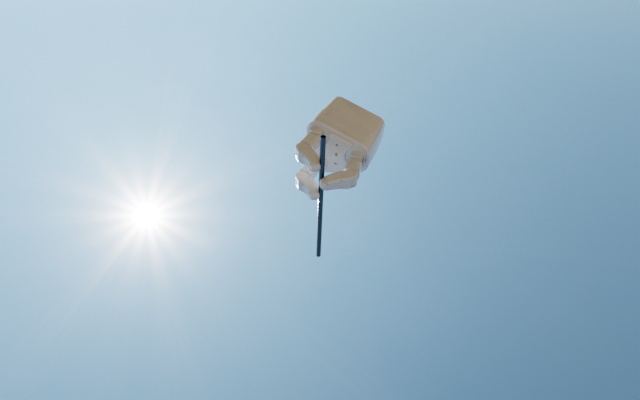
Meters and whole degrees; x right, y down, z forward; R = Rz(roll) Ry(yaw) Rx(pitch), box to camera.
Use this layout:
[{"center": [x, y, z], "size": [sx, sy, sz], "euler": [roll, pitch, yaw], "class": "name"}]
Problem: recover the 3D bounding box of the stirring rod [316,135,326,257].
[{"center": [0.000, 0.002, 0.747], "size": [0.011, 0.240, 0.011], "euler": [1, 40, -1], "class": "stirring rod"}]
